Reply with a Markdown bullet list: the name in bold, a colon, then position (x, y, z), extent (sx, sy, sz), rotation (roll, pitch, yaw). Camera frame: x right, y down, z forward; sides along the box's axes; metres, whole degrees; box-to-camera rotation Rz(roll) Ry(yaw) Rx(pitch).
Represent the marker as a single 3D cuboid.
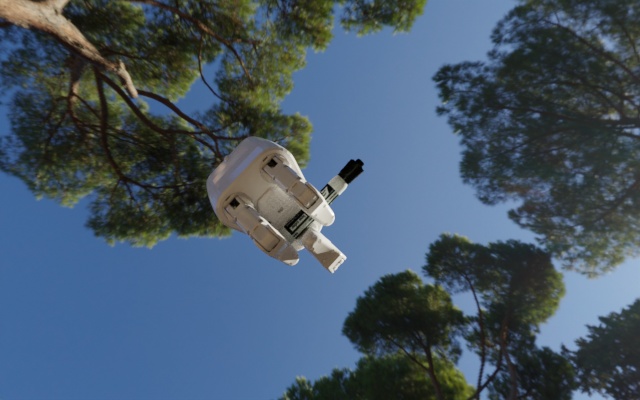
- **marker**: position (0.000, 0.002, 0.494), extent (0.020, 0.121, 0.020), rotation (44, -4, 4)
